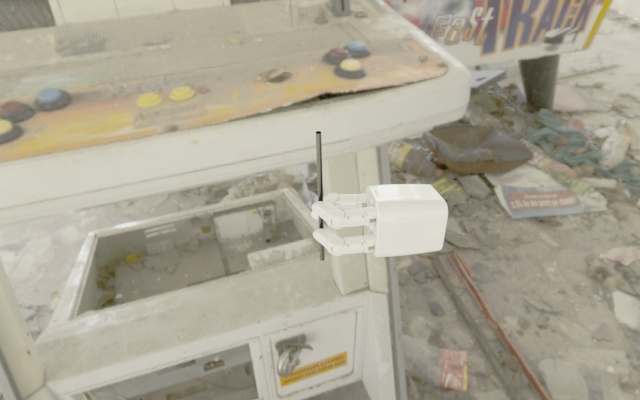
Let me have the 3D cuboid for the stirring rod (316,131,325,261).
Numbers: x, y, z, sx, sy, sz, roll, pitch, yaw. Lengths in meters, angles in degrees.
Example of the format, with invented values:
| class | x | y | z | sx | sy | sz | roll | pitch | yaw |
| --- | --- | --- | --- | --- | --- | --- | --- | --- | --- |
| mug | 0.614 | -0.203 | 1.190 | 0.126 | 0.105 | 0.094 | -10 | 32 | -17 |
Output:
| class | x | y | z | sx | sy | sz | roll | pitch | yaw |
| --- | --- | --- | --- | --- | --- | --- | --- | --- | --- |
| stirring rod | 0.000 | 0.002 | 0.730 | 0.011 | 0.240 | 0.011 | -1 | 37 | 1 |
